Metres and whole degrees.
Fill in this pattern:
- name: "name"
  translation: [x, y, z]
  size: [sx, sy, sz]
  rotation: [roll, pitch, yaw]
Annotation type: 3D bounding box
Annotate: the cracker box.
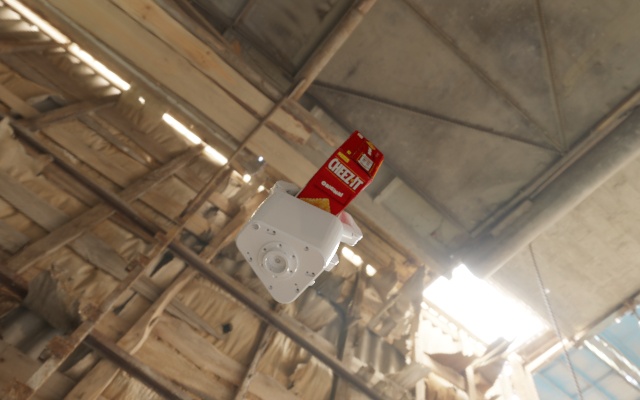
- name: "cracker box"
  translation: [0.000, 0.002, 0.742]
  size: [0.072, 0.214, 0.164]
  rotation: [41, 21, -2]
